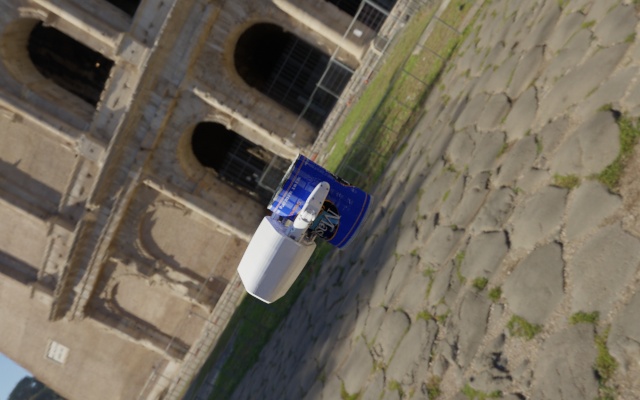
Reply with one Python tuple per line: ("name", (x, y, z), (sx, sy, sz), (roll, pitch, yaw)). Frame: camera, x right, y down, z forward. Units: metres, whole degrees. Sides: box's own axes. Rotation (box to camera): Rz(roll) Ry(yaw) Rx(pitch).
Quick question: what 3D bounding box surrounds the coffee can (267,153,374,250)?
("coffee can", (0.000, 0.002, 0.773), (0.140, 0.103, 0.103), (30, -4, -7))
